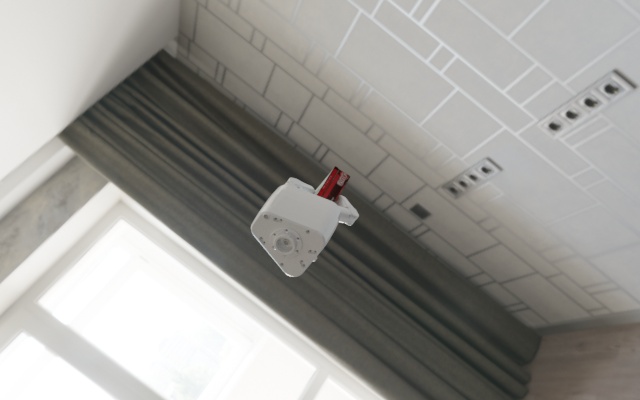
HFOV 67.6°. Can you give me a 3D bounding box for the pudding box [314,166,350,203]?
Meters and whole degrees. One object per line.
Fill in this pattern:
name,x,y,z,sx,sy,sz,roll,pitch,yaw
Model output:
pudding box,0.000,0.003,0.856,0.039,0.090,0.113,37,-36,-4
